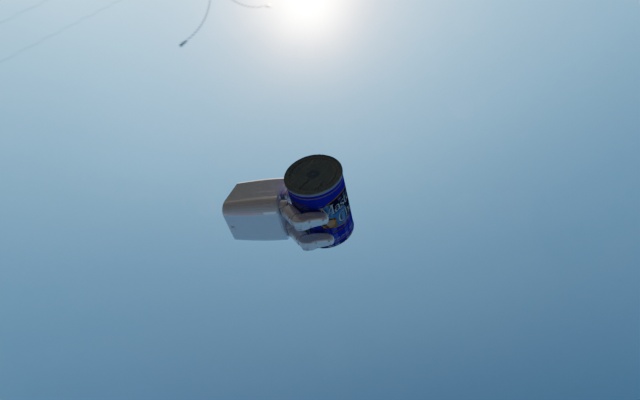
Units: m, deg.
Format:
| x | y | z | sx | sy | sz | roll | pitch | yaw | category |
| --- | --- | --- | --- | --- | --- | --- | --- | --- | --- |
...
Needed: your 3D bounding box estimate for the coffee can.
| x | y | z | sx | sy | sz | roll | pitch | yaw | category |
| --- | --- | --- | --- | --- | --- | --- | --- | --- | --- |
| 0.000 | 0.003 | 0.858 | 0.103 | 0.140 | 0.102 | -8 | 44 | 8 | coffee can |
